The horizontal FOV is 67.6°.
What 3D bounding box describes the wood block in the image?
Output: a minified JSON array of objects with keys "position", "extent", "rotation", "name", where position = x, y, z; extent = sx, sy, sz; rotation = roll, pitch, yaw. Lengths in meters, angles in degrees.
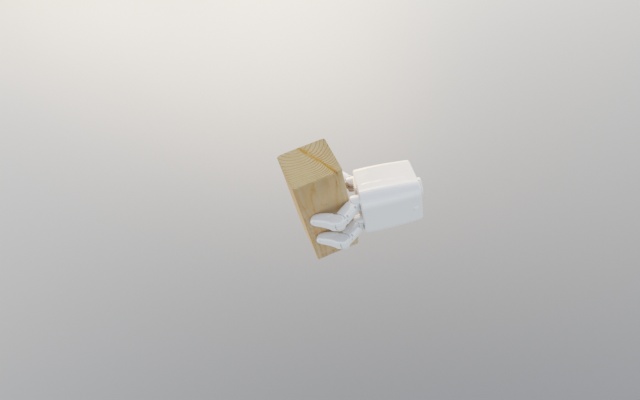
[{"position":[0.000,0.002,0.866],"extent":[0.090,0.090,0.206],"rotation":[-22,-41,-5],"name":"wood block"}]
